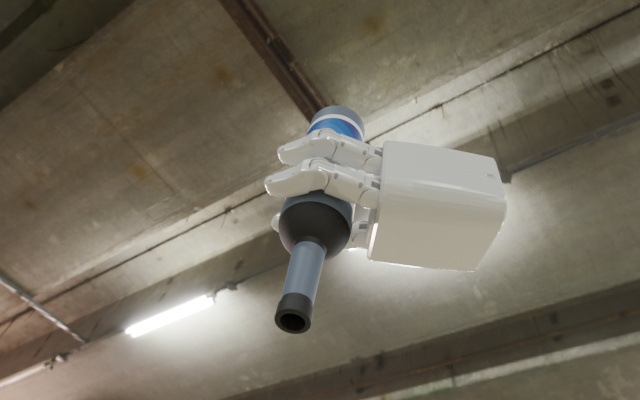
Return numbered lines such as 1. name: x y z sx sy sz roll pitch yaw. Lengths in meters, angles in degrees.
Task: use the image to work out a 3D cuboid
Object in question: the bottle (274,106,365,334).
1. bottle: 0.000 0.001 0.460 0.069 0.069 0.295 0 36 10
